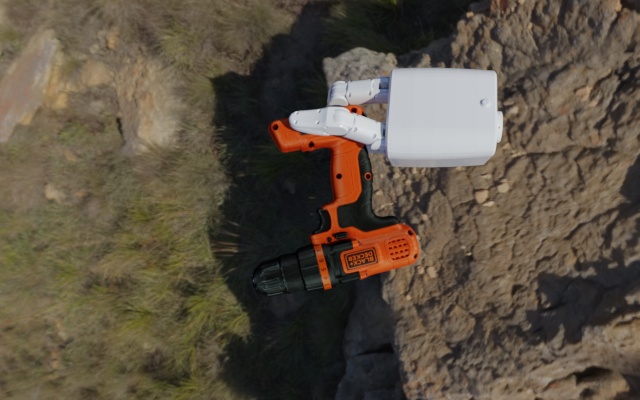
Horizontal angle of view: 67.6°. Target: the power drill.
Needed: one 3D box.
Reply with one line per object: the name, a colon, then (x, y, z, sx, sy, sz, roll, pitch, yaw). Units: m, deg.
power drill: (0.000, 0.001, 0.519, 0.184, 0.187, 0.057, -13, 2, -4)
